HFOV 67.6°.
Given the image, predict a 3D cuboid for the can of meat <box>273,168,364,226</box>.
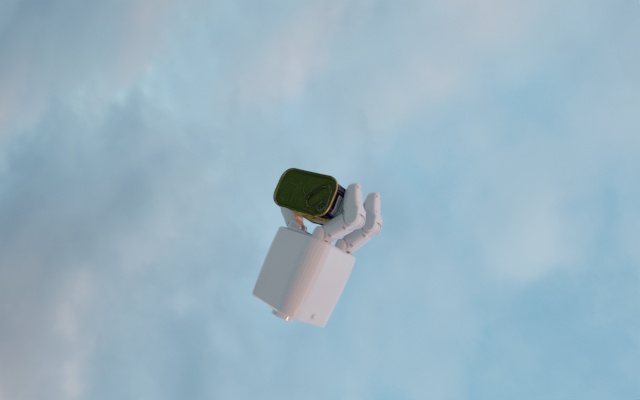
[{"bbox_3d":[0.000,0.002,0.664,0.102,0.057,0.084,14,-13,39],"label":"can of meat"}]
